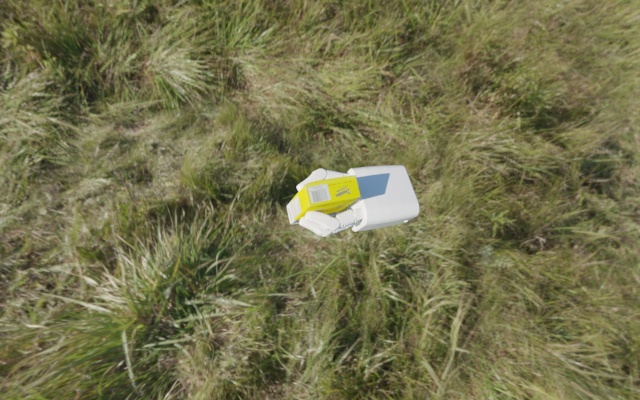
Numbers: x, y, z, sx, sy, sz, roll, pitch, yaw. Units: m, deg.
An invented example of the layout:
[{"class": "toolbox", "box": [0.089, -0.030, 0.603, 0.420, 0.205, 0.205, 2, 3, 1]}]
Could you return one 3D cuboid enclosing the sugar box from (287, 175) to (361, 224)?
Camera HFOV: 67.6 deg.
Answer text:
[{"class": "sugar box", "box": [0.000, 0.003, 0.863, 0.093, 0.048, 0.176, -10, -12, -15]}]
